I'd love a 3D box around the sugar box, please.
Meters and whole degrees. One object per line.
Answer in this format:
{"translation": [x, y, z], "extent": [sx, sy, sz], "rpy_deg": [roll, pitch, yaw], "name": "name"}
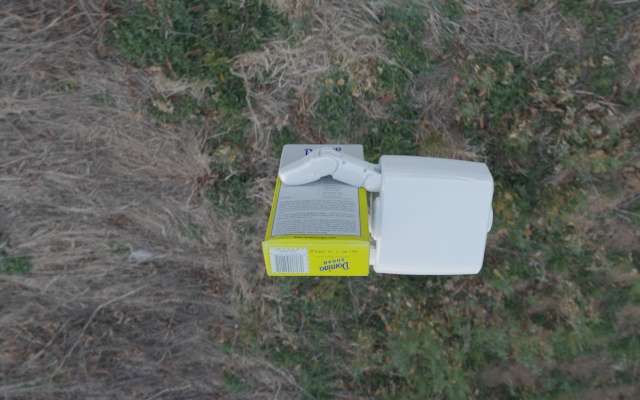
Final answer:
{"translation": [0.000, 0.002, 0.483], "extent": [0.093, 0.048, 0.176], "rpy_deg": [1, 32, 3], "name": "sugar box"}
